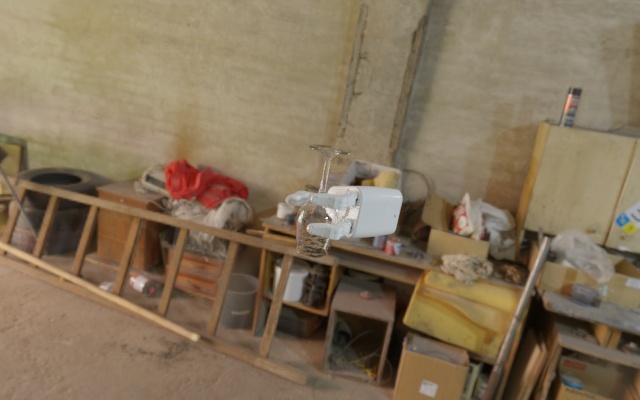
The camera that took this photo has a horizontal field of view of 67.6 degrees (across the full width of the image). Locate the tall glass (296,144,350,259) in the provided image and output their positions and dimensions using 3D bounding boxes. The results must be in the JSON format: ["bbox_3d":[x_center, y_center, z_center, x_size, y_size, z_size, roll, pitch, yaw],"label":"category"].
[{"bbox_3d":[0.000,0.002,0.877,0.079,0.201,0.079,10,15,-3],"label":"tall glass"}]
